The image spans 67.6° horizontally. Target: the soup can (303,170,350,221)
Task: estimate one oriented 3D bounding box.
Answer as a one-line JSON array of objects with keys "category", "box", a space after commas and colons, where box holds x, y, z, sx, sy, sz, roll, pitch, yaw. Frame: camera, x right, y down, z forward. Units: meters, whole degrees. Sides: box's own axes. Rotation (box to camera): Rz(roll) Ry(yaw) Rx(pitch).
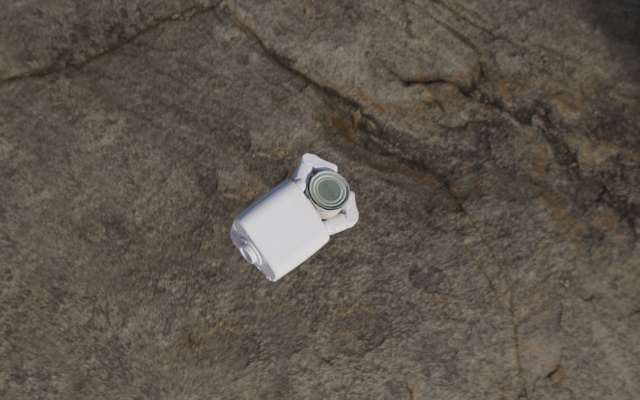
[{"category": "soup can", "box": [0.001, 0.002, 0.763, 0.068, 0.068, 0.102, 0, -23, -17]}]
